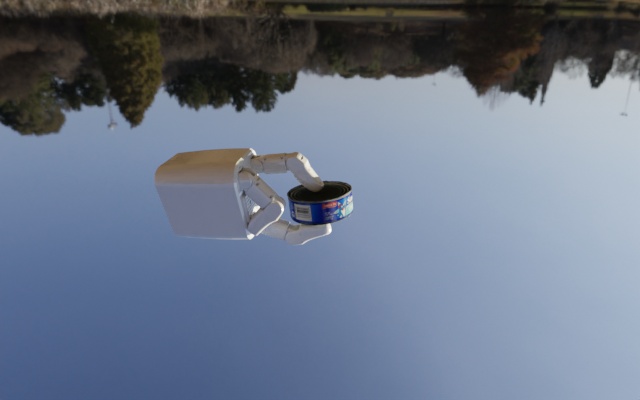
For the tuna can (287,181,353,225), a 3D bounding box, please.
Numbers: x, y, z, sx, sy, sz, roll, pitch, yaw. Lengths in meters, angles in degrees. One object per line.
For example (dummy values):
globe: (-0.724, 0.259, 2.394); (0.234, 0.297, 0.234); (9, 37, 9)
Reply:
tuna can: (0.000, 0.003, 0.631); (0.086, 0.034, 0.086); (-6, 19, 2)
